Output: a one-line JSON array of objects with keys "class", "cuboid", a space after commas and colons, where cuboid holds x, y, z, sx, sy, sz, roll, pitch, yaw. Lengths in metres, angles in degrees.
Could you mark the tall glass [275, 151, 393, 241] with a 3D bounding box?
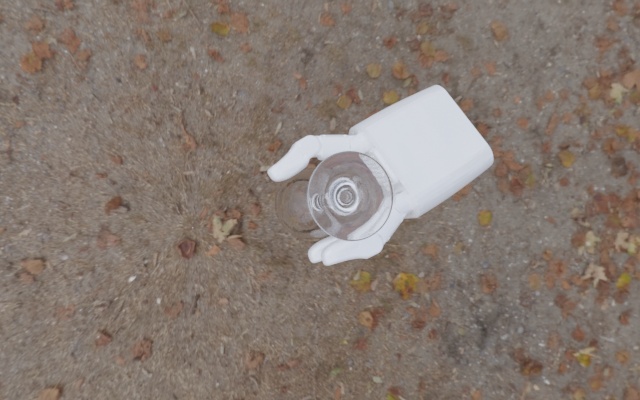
[{"class": "tall glass", "cuboid": [0.000, 0.002, 0.484, 0.079, 0.079, 0.201, 0, -3, -15]}]
